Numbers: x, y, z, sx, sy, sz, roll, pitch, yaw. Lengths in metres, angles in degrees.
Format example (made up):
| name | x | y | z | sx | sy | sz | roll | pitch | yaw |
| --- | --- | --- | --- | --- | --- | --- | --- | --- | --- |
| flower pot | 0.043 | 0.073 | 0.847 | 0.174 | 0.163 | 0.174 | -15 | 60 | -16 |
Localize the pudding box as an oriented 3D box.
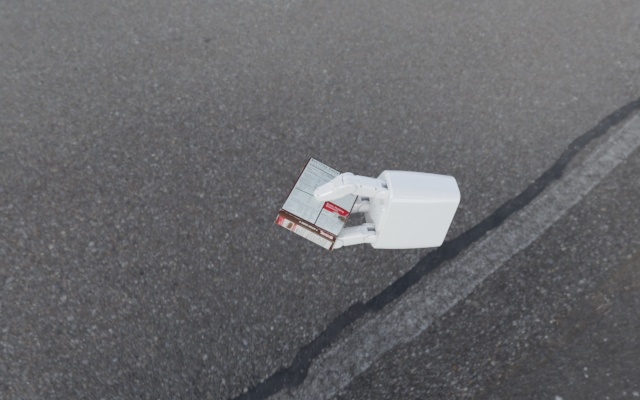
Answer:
| name | x | y | z | sx | sy | sz | roll | pitch | yaw |
| --- | --- | --- | --- | --- | --- | --- | --- | --- | --- |
| pudding box | 0.000 | 0.002 | 0.674 | 0.090 | 0.113 | 0.039 | 26 | -39 | 2 |
